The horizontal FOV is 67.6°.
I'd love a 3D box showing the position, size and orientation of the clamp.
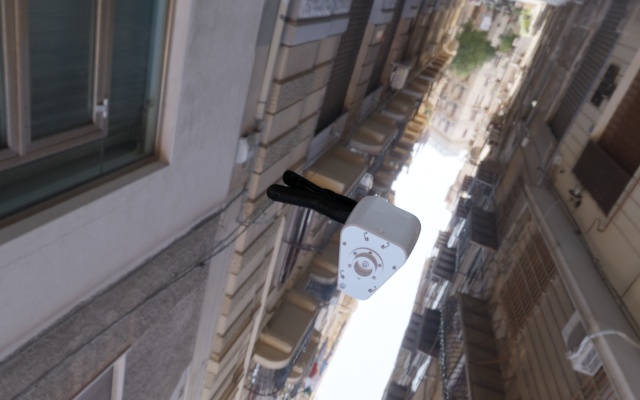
[{"bbox_3d":[0.000,0.003,0.731,0.171,0.039,0.120,23,23,11],"label":"clamp"}]
